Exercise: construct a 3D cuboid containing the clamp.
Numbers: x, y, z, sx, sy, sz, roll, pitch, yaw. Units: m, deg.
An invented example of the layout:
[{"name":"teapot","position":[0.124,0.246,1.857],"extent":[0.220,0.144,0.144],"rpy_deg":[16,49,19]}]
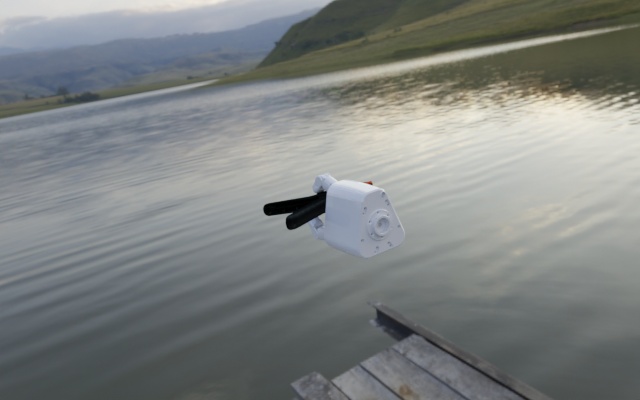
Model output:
[{"name":"clamp","position":[0.001,0.002,0.889],"extent":[0.210,0.036,0.164],"rpy_deg":[-18,15,-25]}]
